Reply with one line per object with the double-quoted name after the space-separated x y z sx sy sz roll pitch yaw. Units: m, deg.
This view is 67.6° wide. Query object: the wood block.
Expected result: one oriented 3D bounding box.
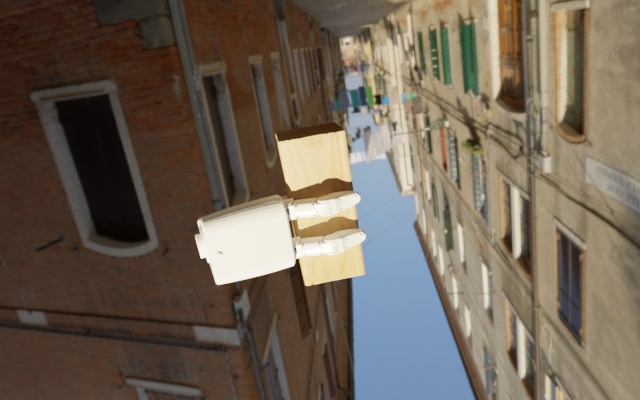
0.000 0.002 0.679 0.090 0.206 0.090 -11 18 -5 "wood block"
